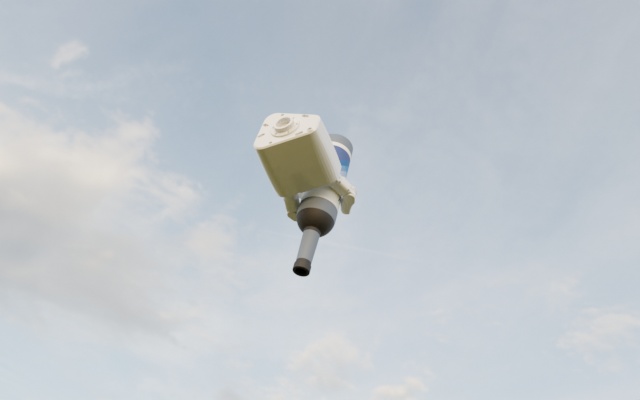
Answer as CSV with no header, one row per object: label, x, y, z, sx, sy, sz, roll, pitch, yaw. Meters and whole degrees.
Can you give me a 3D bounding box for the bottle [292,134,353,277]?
bottle,0.000,0.003,0.821,0.069,0.295,0.069,9,-42,8
